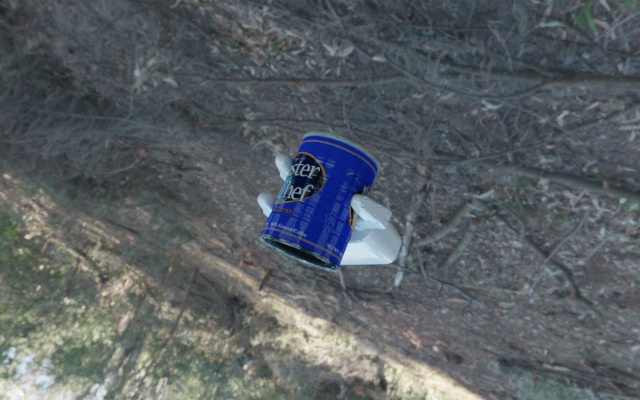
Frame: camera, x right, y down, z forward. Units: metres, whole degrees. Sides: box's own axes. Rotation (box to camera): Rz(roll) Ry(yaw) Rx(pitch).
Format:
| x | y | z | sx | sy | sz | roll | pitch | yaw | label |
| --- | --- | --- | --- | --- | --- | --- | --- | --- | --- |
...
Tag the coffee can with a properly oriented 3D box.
| x | y | z | sx | sy | sz | roll | pitch | yaw | label |
| --- | --- | --- | --- | --- | --- | --- | --- | --- | --- |
| 0.000 | 0.002 | 0.579 | 0.103 | 0.140 | 0.103 | 22 | -14 | 6 | coffee can |
